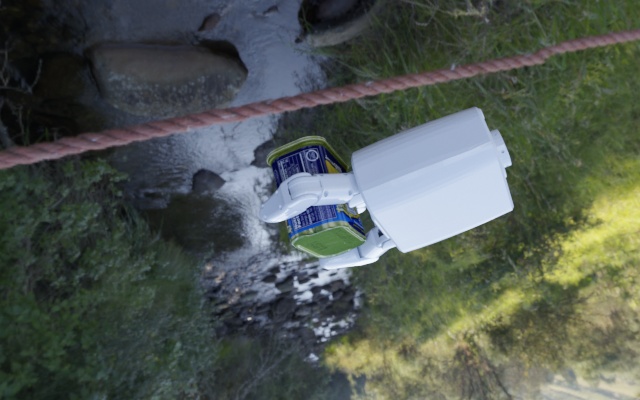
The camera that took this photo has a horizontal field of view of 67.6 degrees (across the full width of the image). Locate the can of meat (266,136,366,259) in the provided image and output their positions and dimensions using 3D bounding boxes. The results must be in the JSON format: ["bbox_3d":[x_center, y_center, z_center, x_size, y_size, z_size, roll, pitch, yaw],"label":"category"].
[{"bbox_3d":[0.000,0.002,0.439,0.057,0.084,0.102,-21,-21,14],"label":"can of meat"}]
